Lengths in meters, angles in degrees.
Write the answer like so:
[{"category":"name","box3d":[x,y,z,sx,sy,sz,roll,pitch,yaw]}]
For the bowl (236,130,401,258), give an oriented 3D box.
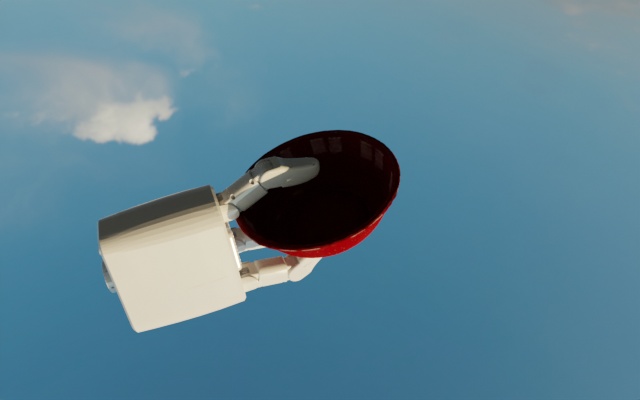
[{"category":"bowl","box3d":[0.001,0.001,0.466,0.162,0.162,0.055,0,-44,20]}]
